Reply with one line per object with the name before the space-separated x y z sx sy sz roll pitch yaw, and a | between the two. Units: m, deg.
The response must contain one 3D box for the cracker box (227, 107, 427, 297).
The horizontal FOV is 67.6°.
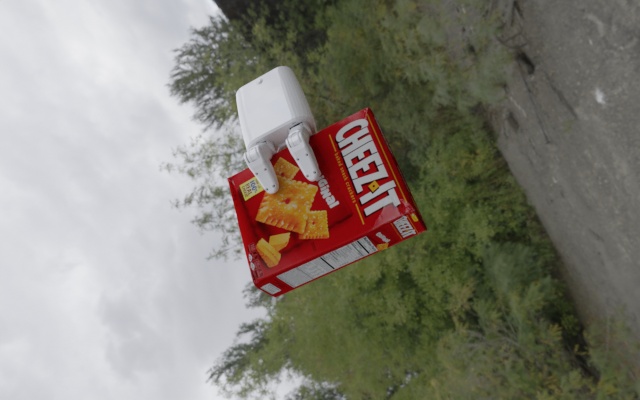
cracker box | 0.000 0.002 0.604 0.214 0.164 0.072 -26 -31 12
